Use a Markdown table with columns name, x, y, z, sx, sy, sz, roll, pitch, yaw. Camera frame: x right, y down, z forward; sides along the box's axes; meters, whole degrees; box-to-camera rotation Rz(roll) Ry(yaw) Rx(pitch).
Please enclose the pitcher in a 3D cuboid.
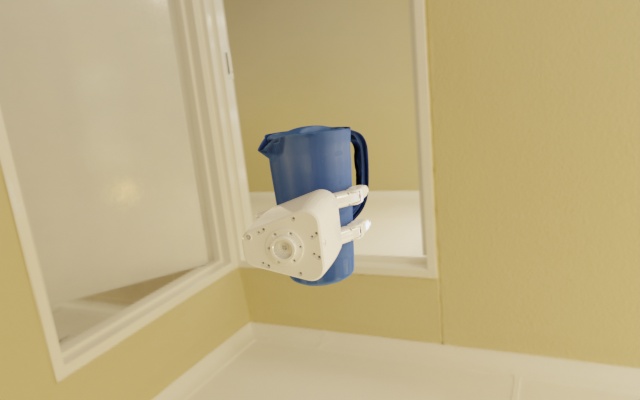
| name | x | y | z | sx | sy | sz | roll | pitch | yaw |
| --- | --- | --- | --- | --- | --- | --- | --- | --- | --- |
| pitcher | 0.000 | 0.003 | 0.760 | 0.149 | 0.243 | 0.145 | -3 | 12 | 13 |
